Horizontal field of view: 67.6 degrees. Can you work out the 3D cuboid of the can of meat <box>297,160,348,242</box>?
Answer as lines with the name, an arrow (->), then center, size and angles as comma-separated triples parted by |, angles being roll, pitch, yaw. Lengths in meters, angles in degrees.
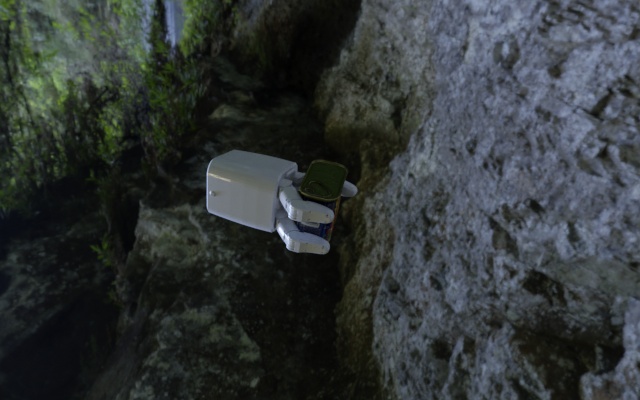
can of meat -> 0.000, 0.003, 0.696 | 0.057, 0.084, 0.102 | 13, 34, 5
